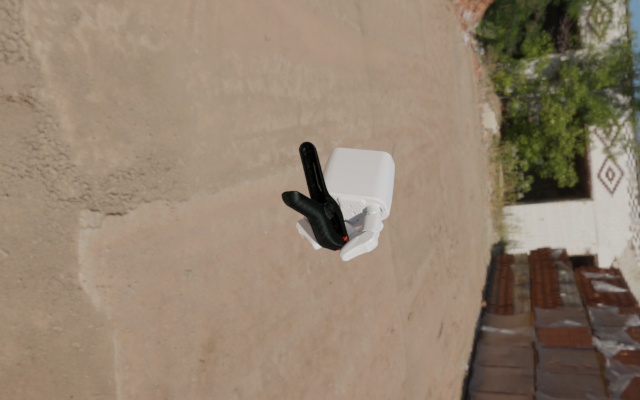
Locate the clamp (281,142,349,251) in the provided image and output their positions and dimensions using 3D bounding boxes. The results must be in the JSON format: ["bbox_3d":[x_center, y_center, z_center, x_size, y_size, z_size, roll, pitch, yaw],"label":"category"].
[{"bbox_3d":[0.001,0.002,0.686,0.039,0.120,0.172,-5,-40,26],"label":"clamp"}]
